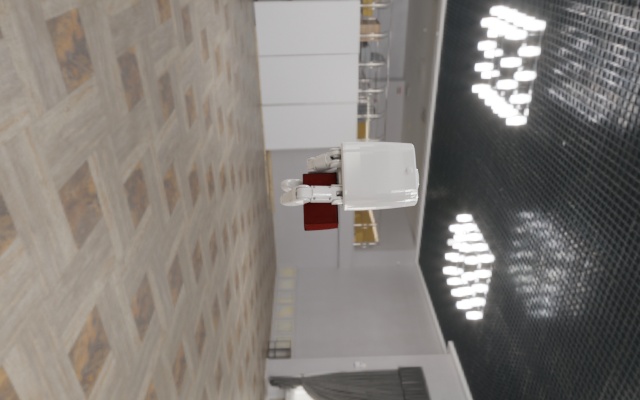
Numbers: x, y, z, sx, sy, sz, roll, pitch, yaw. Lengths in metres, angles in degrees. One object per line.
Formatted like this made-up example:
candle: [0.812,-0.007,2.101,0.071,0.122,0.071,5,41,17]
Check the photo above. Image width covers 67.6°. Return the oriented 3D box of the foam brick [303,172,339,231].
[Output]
foam brick: [0.000,0.003,0.709,0.051,0.078,0.053,-1,-13,-1]
